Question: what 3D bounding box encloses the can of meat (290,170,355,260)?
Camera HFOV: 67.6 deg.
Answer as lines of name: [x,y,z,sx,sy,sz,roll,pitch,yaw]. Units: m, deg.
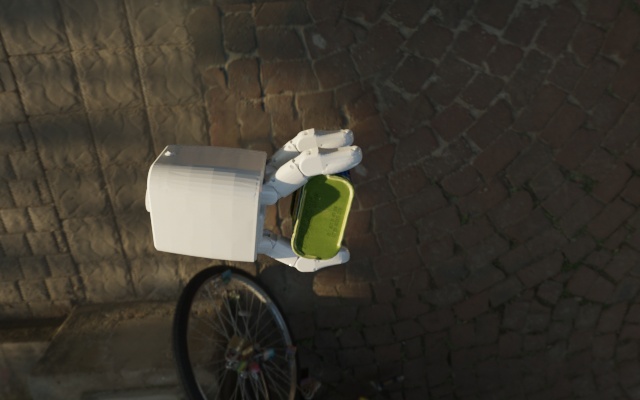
can of meat: [0.000,0.002,0.509,0.057,0.102,0.084,9,24,-7]
